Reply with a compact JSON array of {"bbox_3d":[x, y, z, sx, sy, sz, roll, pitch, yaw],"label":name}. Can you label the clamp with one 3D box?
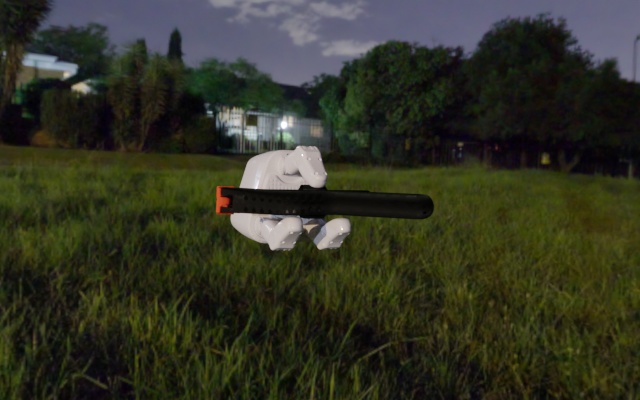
[{"bbox_3d":[0.000,0.001,0.502,0.210,0.036,0.164,1,1,-24],"label":"clamp"}]
